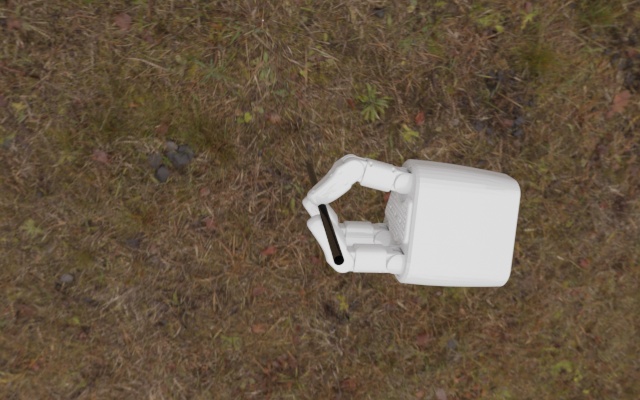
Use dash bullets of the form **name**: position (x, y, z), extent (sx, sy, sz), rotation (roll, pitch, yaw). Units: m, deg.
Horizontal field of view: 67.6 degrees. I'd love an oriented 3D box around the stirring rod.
- **stirring rod**: position (0.000, 0.001, 0.458), extent (0.011, 0.011, 0.239), rotation (0, 21, -7)
